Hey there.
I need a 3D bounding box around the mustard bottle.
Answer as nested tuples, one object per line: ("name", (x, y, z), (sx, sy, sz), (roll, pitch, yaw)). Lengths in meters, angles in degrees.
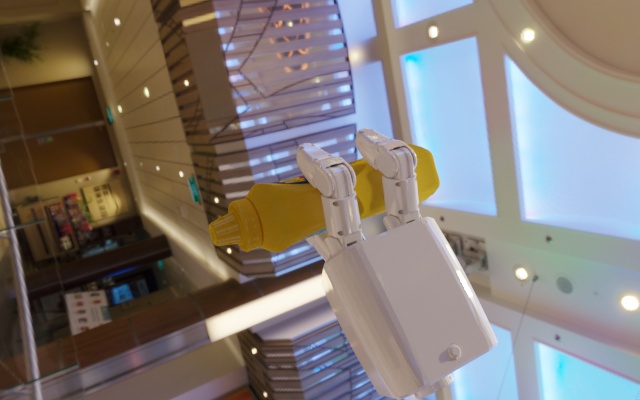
("mustard bottle", (0.000, 0.001, 0.405), (0.191, 0.058, 0.096), (-18, 6, -26))
